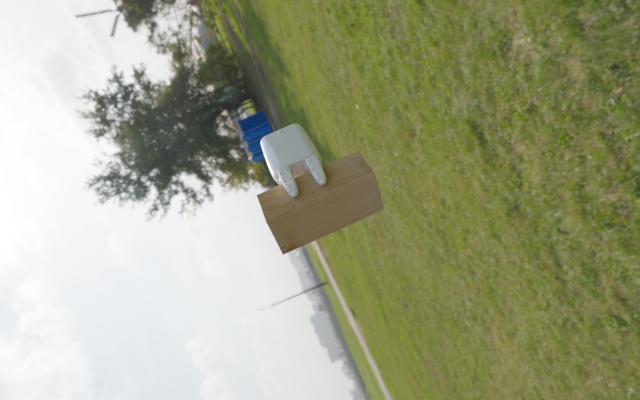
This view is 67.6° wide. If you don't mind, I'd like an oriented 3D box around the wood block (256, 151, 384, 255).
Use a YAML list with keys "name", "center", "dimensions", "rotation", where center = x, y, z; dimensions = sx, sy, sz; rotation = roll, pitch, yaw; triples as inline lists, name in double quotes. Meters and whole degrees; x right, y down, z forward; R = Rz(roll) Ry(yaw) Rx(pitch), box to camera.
- name: "wood block"
  center: [0.000, 0.003, 0.882]
  dimensions: [0.206, 0.091, 0.090]
  rotation: [-24, 41, -4]
